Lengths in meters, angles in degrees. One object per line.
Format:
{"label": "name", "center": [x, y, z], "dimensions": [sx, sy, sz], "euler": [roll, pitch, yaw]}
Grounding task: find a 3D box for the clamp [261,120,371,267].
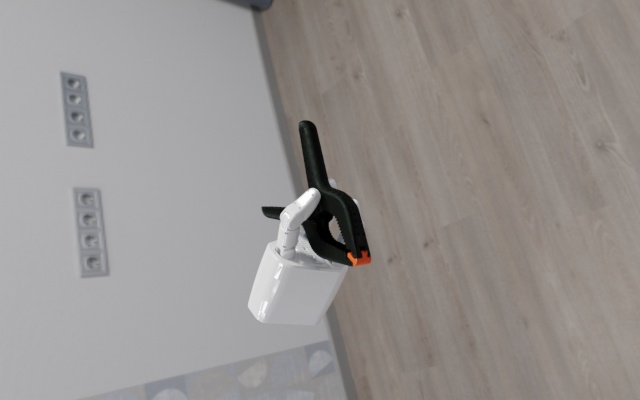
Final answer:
{"label": "clamp", "center": [0.000, 0.003, 0.633], "dimensions": [0.036, 0.165, 0.210], "euler": [-2, 33, -41]}
